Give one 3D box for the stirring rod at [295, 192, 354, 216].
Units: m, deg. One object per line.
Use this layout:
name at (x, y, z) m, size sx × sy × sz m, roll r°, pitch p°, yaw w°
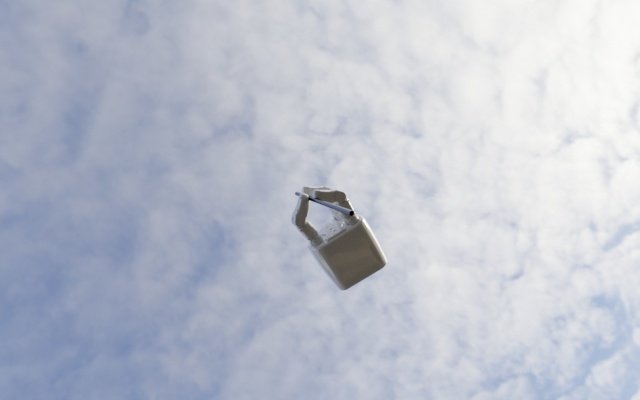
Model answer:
stirring rod at (0.000, 0.003, 0.805) m, size 0.011 × 0.011 × 0.239 m, roll 0°, pitch 8°, yaw -22°
